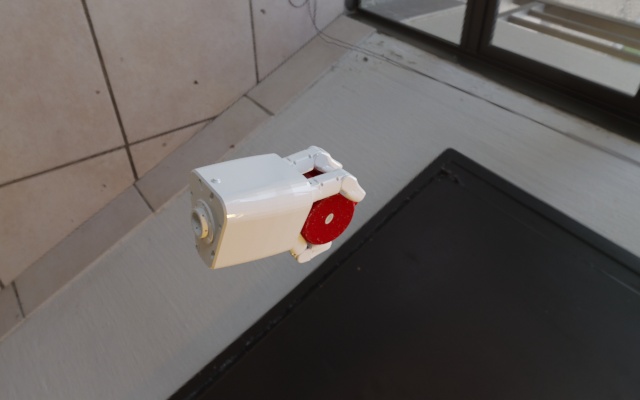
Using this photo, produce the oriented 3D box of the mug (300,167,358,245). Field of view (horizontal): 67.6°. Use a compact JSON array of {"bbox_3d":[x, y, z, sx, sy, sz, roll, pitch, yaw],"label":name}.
[{"bbox_3d":[0.001,0.002,0.634,0.117,0.093,0.081,-15,40,-33],"label":"mug"}]
